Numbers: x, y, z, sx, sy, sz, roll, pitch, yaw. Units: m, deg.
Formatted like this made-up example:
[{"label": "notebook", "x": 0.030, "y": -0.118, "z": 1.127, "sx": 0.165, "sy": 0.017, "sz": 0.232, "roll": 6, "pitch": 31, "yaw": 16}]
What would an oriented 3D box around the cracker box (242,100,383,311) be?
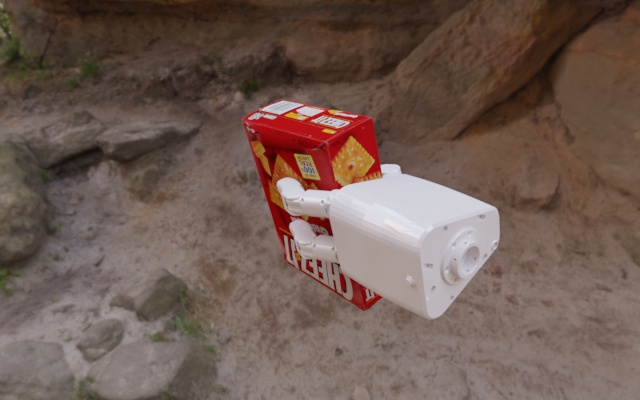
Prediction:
[{"label": "cracker box", "x": 0.000, "y": 0.002, "z": 0.556, "sx": 0.072, "sy": 0.214, "sz": 0.164, "roll": -30, "pitch": 33, "yaw": -28}]
